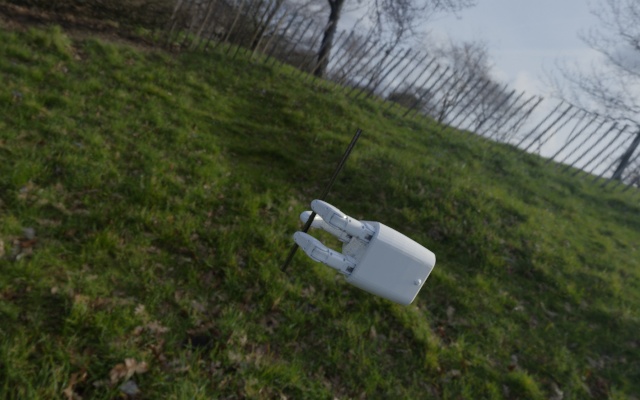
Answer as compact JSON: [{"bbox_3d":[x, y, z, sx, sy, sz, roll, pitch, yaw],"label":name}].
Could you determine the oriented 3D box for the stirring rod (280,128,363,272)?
[{"bbox_3d":[0.000,0.002,0.701,0.011,0.239,0.011,28,9,-5],"label":"stirring rod"}]
